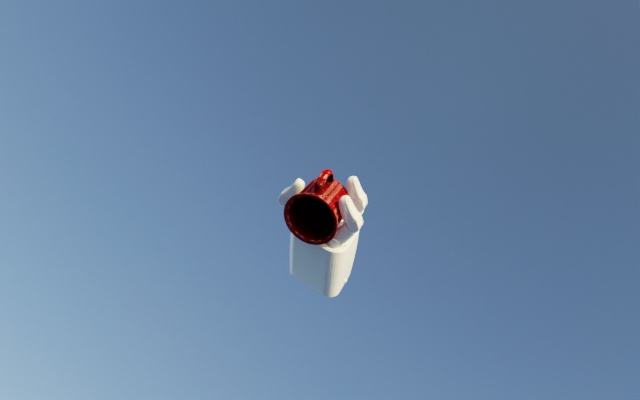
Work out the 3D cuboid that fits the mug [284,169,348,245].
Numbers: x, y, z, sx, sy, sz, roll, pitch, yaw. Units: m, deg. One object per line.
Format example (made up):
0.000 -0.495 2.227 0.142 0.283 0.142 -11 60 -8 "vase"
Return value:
0.000 0.001 0.776 0.093 0.117 0.081 17 32 16 "mug"
